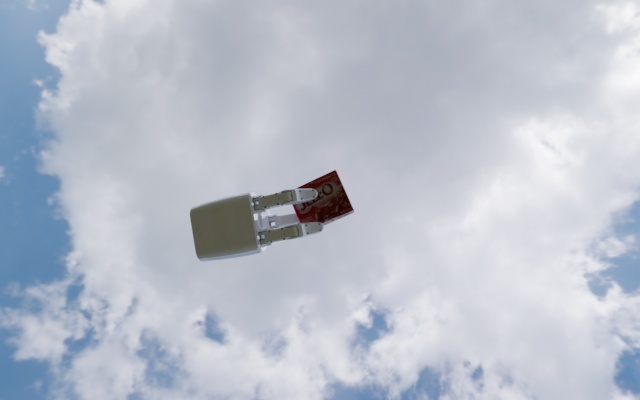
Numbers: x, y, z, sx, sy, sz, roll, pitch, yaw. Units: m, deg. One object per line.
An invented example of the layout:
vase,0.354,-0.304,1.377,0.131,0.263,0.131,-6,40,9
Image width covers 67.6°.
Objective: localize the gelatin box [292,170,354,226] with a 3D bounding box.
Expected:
gelatin box,0.000,0.002,0.776,0.089,0.073,0.030,-24,-12,3
